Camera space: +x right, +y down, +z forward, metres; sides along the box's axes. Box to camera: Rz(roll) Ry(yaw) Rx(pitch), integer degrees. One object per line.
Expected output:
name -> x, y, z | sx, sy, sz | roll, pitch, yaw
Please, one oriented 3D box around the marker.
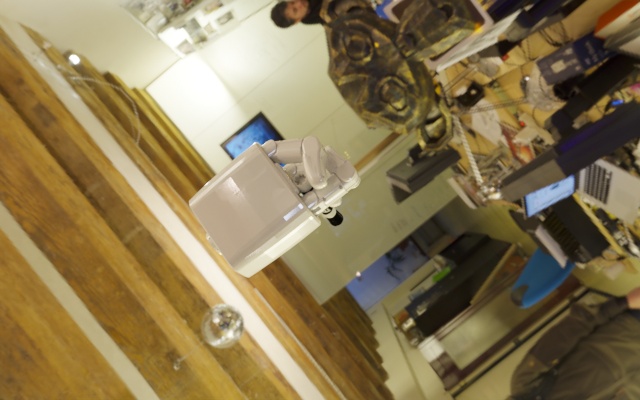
marker -> 0.000, 0.002, 0.566 | 0.020, 0.020, 0.121 | 0, -24, 24
